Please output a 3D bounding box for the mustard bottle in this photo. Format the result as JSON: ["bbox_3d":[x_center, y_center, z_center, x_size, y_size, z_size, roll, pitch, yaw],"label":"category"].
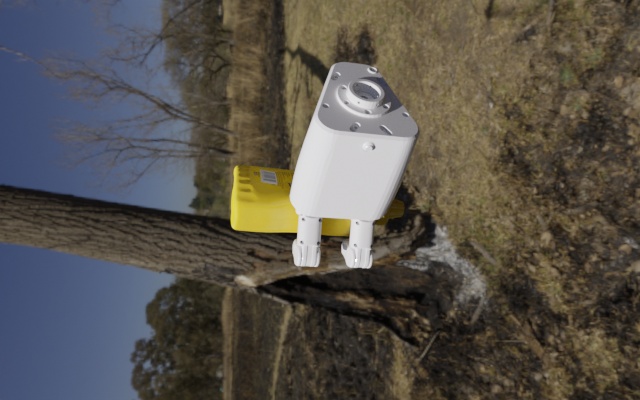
[{"bbox_3d":[0.000,0.002,0.526,0.191,0.058,0.096,4,25,-12],"label":"mustard bottle"}]
